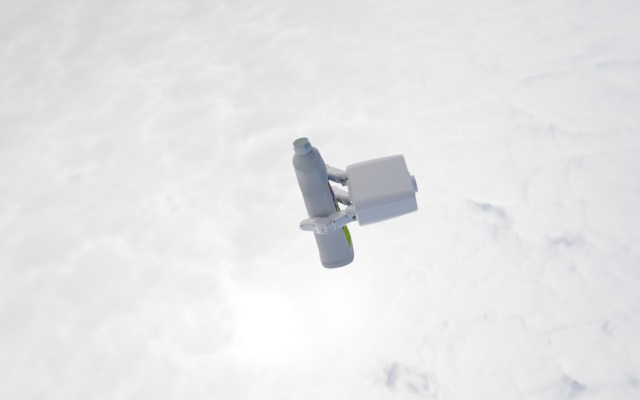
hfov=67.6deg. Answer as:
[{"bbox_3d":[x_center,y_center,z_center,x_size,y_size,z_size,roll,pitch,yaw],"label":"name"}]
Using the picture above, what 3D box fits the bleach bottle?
[{"bbox_3d":[0.000,0.003,0.859,0.068,0.251,0.102,-14,37,7],"label":"bleach bottle"}]
